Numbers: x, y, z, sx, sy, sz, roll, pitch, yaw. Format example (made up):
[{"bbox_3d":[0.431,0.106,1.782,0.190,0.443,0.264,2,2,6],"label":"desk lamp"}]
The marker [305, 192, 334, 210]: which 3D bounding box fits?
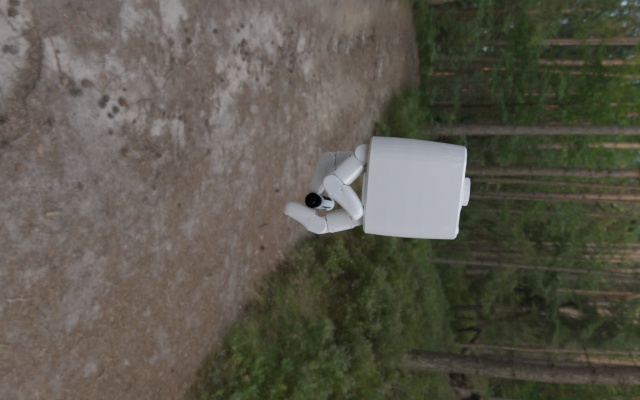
[{"bbox_3d":[0.000,0.002,0.626,0.020,0.020,0.121,0,-3,10],"label":"marker"}]
